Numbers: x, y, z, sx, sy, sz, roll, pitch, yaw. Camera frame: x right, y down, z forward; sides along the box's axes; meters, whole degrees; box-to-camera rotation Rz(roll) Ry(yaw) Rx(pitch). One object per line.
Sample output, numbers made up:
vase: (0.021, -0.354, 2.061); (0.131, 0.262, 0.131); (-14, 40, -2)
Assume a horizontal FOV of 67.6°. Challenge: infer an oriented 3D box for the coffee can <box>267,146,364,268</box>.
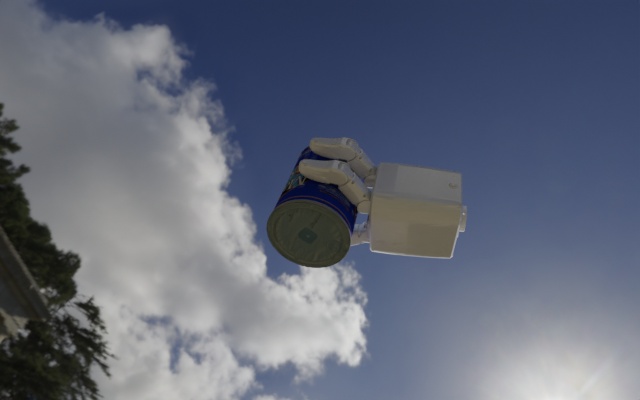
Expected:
coffee can: (0.000, 0.002, 0.617); (0.103, 0.103, 0.140); (0, 36, 16)
